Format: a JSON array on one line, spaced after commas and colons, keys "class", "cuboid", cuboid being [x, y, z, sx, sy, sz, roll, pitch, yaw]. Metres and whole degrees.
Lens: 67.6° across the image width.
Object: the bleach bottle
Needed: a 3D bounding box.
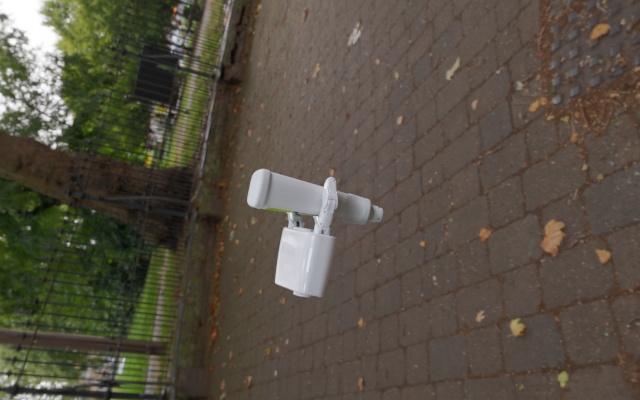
[{"class": "bleach bottle", "cuboid": [0.000, 0.003, 0.869, 0.251, 0.068, 0.102, 12, -3, -18]}]
